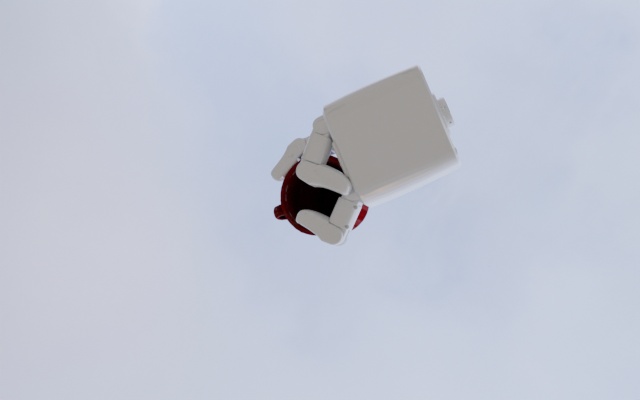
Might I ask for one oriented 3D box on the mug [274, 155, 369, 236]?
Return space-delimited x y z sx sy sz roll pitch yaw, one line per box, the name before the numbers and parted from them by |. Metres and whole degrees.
mug | -0.001 0.002 0.577 0.117 0.093 0.081 -21 -14 17
